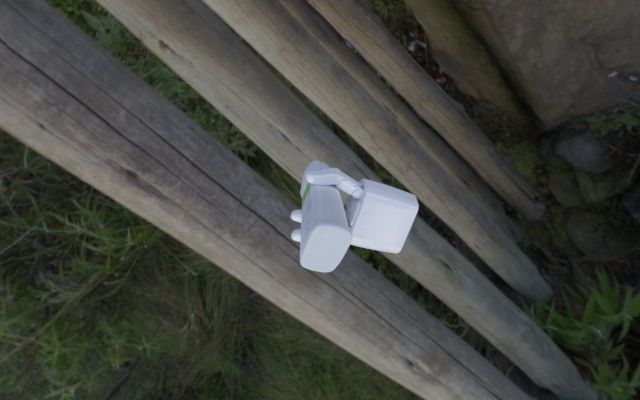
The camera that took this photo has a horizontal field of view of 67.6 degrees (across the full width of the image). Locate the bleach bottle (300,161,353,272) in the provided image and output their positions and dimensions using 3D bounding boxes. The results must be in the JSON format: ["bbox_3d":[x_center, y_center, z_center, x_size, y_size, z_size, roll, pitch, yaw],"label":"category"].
[{"bbox_3d":[0.000,0.003,0.832,0.068,0.103,0.250,14,35,-14],"label":"bleach bottle"}]
